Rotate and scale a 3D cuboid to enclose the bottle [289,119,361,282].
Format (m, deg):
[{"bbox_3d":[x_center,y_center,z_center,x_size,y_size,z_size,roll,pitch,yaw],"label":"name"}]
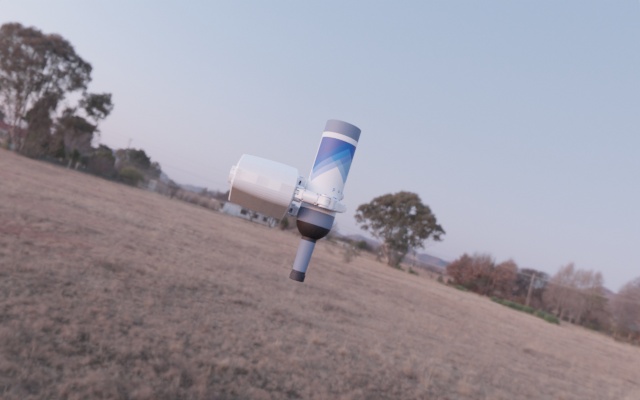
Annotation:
[{"bbox_3d":[0.000,0.003,0.868,0.069,0.295,0.069,17,-5,1],"label":"bottle"}]
